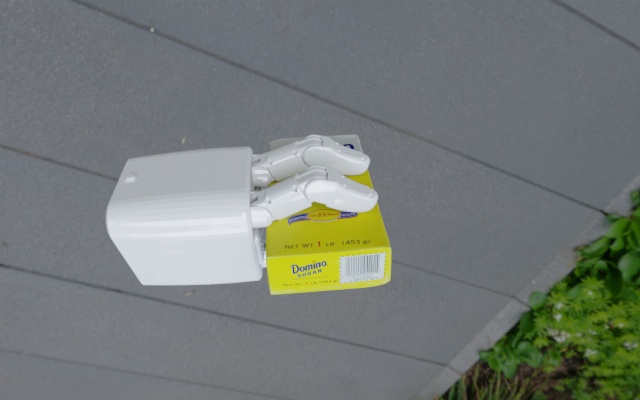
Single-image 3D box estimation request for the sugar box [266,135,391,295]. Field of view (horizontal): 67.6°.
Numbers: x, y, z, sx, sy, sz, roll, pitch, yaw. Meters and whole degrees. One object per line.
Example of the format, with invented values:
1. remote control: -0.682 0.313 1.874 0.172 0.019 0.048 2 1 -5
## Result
1. sugar box: 0.000 0.001 0.419 0.093 0.048 0.176 -4 38 -4
